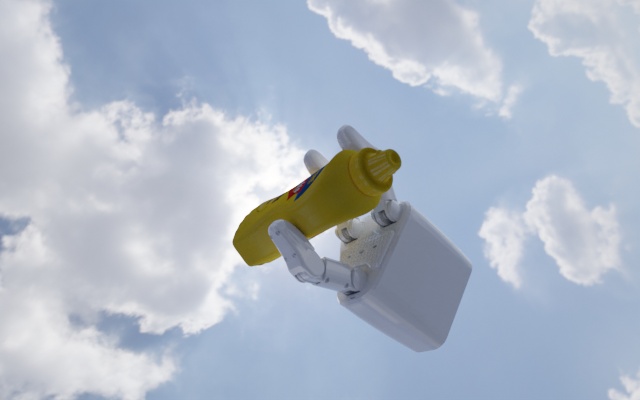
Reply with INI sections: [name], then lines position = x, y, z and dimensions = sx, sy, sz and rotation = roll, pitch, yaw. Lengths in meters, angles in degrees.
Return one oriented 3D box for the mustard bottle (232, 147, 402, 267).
[mustard bottle]
position = 0.000, 0.001, 0.447
dimensions = 0.192, 0.058, 0.096
rotation = -30, 7, 44
